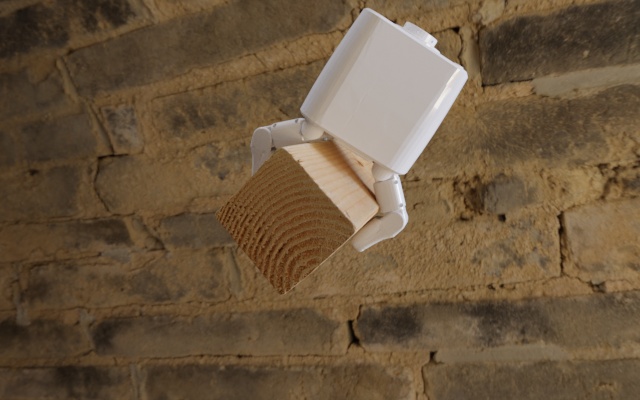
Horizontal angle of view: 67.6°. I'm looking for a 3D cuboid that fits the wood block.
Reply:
[{"bbox_3d":[0.001,0.002,0.474,0.090,0.091,0.206,-43,-5,20],"label":"wood block"}]
